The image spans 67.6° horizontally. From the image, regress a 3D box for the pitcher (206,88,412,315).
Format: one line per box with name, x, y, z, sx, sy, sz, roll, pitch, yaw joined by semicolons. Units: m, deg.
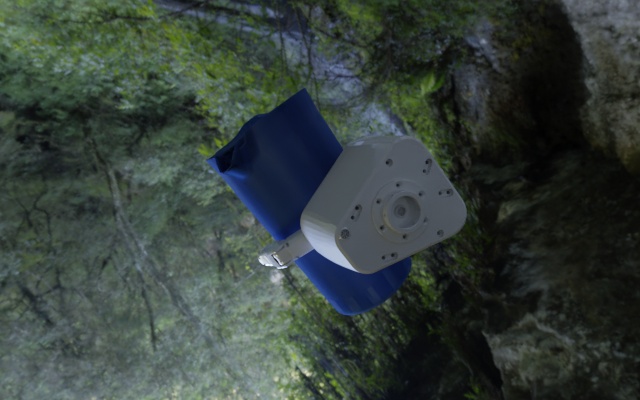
pitcher;0.000;0.002;0.549;0.149;0.243;0.145;-38;11;-11
